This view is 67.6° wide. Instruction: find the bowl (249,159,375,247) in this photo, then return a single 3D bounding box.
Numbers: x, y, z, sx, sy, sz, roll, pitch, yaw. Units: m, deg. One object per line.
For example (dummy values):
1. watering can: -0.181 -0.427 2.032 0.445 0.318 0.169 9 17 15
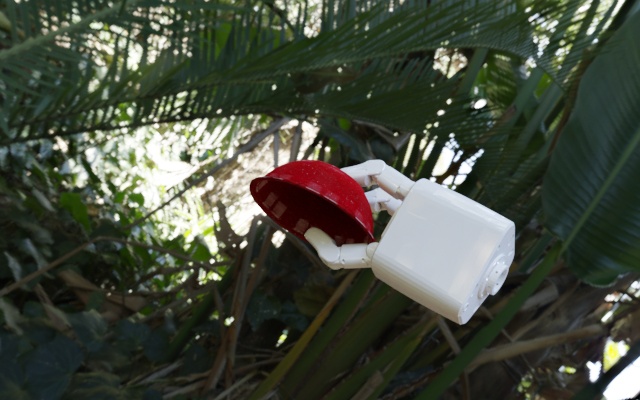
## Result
1. bowl: -0.001 0.001 0.557 0.162 0.055 0.162 24 -23 11
